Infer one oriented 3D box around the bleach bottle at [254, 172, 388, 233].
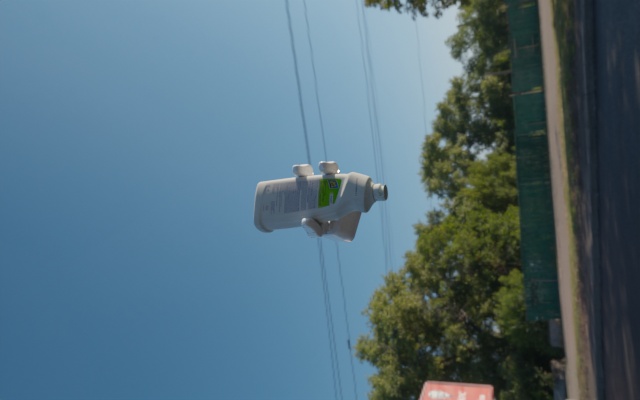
[{"bbox_3d":[0.000,0.003,0.891,0.251,0.102,0.068,-5,-17,23],"label":"bleach bottle"}]
